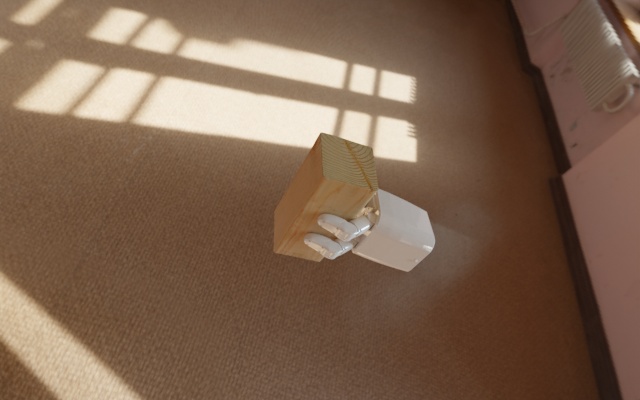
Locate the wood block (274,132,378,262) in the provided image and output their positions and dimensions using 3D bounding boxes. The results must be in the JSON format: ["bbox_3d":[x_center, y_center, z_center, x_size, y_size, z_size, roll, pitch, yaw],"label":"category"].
[{"bbox_3d":[0.001,0.002,0.762,0.090,0.090,0.206,14,-42,-19],"label":"wood block"}]
